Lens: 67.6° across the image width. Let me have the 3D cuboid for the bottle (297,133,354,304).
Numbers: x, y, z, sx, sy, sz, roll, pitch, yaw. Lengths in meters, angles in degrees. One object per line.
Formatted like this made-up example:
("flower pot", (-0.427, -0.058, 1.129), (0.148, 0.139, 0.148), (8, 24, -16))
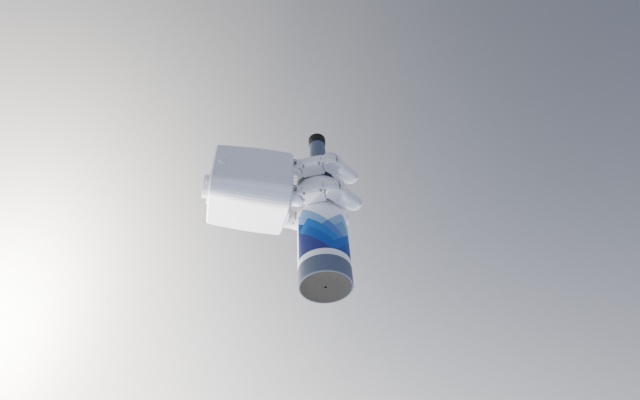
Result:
("bottle", (0.000, 0.002, 0.670), (0.069, 0.069, 0.295), (0, 43, -3))
